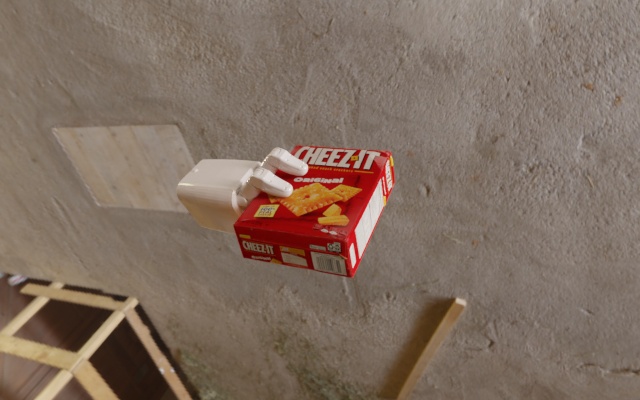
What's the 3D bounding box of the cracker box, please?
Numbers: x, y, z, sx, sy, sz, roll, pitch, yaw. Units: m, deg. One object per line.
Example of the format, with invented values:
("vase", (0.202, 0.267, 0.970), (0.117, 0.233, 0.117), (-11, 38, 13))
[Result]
("cracker box", (0.000, 0.003, 0.690), (0.164, 0.072, 0.213), (7, 40, 22))
